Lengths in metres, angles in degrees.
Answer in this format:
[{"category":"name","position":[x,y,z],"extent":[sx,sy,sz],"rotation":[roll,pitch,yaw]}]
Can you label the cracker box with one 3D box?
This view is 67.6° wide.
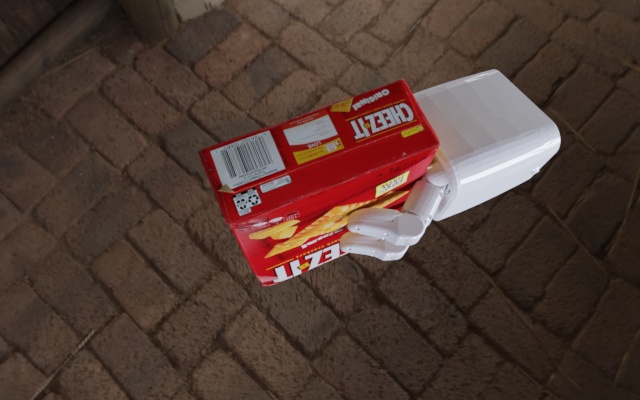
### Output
[{"category":"cracker box","position":[0.000,0.001,0.434],"extent":[0.164,0.072,0.214],"rotation":[-21,-20,-8]}]
